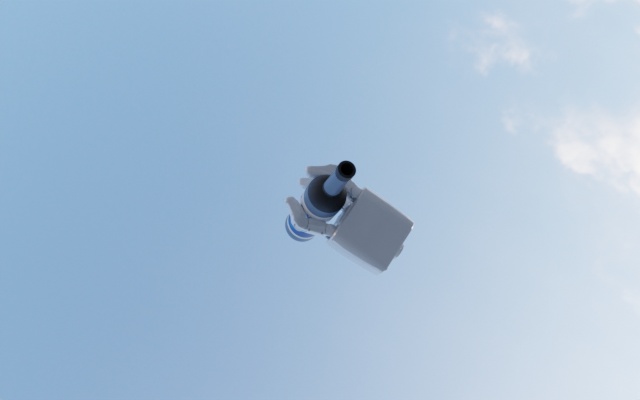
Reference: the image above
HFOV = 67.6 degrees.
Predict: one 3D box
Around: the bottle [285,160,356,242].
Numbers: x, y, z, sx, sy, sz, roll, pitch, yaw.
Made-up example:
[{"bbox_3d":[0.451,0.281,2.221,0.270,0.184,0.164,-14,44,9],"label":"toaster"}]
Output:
[{"bbox_3d":[0.000,0.003,0.801,0.069,0.069,0.296,0,-18,-15],"label":"bottle"}]
